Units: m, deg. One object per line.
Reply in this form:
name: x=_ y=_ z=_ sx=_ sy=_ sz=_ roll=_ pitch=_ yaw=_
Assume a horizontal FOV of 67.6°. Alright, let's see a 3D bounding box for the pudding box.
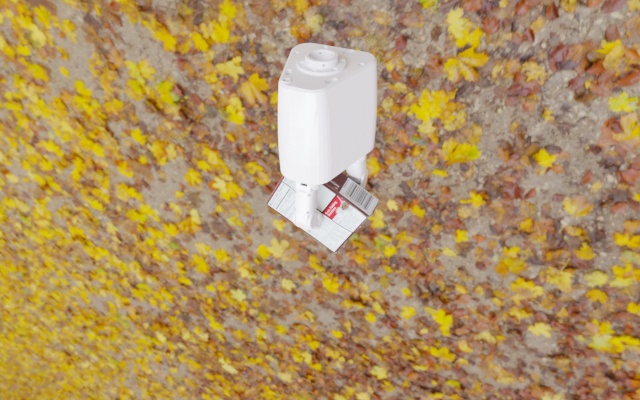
pudding box: x=0.000 y=0.002 z=0.584 sx=0.090 sy=0.113 sz=0.039 roll=-52 pitch=2 yaw=46
